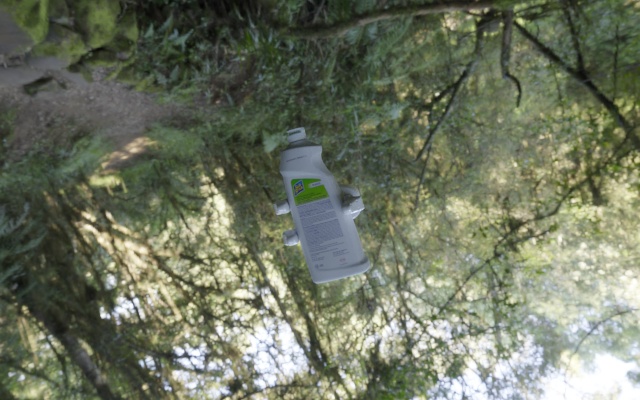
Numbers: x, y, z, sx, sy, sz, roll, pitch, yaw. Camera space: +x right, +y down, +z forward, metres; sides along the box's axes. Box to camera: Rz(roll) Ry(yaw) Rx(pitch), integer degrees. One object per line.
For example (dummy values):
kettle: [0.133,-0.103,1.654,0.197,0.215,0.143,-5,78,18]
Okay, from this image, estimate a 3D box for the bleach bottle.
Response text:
bleach bottle: [0.000,0.003,0.783,0.102,0.251,0.068,-15,5,7]
